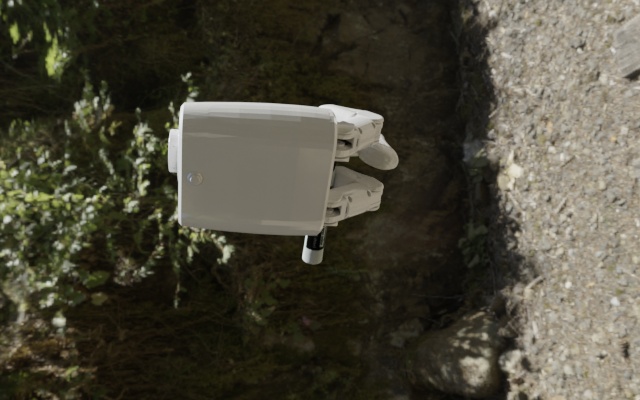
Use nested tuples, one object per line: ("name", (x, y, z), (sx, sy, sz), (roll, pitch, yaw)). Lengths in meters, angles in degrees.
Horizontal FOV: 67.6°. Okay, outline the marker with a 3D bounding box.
("marker", (0.000, 0.001, 0.424), (0.020, 0.121, 0.020), (7, 25, -3))
